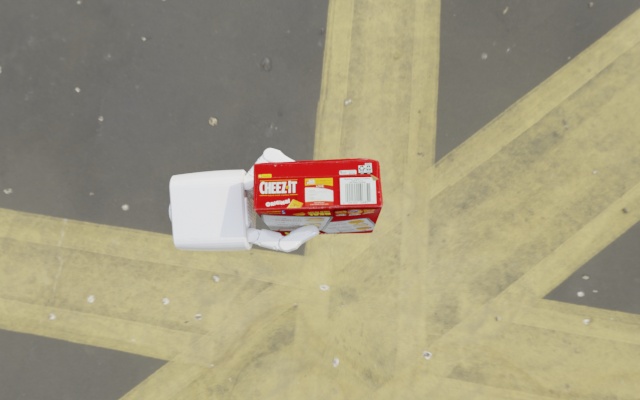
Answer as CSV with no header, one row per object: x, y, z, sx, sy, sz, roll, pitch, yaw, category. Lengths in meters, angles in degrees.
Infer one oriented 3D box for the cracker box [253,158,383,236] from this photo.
0.000,0.002,0.700,0.164,0.072,0.214,-2,-12,2,cracker box
